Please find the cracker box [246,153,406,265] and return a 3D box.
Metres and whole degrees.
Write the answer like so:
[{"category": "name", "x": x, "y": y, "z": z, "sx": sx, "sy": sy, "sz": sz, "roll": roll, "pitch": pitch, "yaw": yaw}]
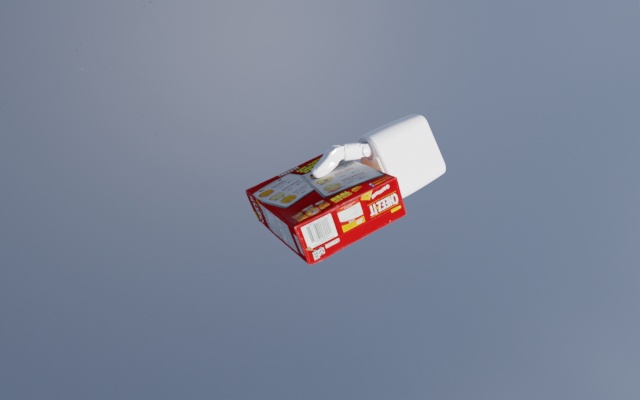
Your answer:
[{"category": "cracker box", "x": 0.000, "y": 0.002, "z": 0.730, "sx": 0.164, "sy": 0.072, "sz": 0.213, "roll": -26, "pitch": 24, "yaw": -18}]
